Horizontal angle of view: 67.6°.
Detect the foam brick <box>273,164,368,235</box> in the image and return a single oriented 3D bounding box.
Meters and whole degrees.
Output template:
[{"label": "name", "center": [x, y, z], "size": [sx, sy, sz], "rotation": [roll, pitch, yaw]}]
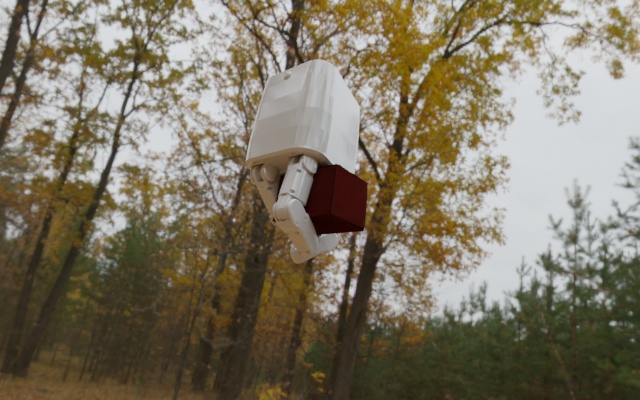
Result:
[{"label": "foam brick", "center": [0.000, 0.002, 0.471], "size": [0.078, 0.051, 0.053], "rotation": [-8, -26, 40]}]
